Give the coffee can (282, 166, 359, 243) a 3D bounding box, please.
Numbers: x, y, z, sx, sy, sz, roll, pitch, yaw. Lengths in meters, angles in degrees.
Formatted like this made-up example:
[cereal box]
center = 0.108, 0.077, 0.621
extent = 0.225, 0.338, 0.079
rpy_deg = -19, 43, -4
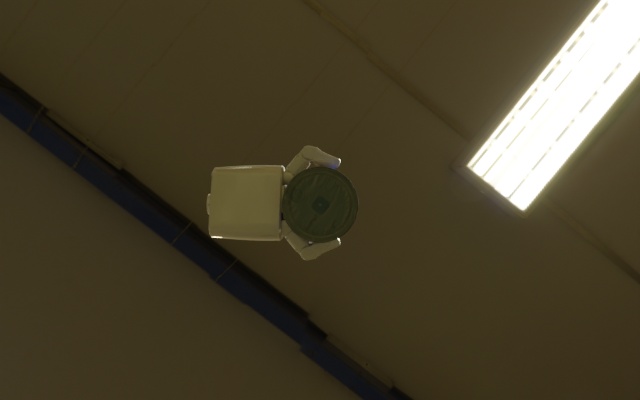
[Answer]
[coffee can]
center = 0.000, 0.002, 0.705
extent = 0.103, 0.103, 0.140
rpy_deg = 0, 3, 0
